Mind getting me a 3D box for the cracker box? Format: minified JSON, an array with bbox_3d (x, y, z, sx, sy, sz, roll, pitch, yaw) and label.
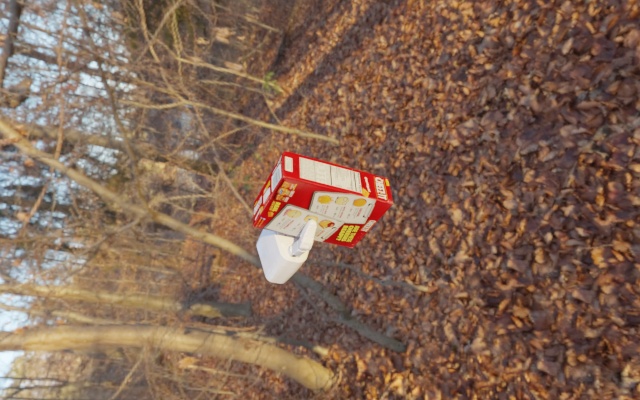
[{"bbox_3d":[0.000,0.003,0.892,0.214,0.072,0.164,13,-40,-21],"label":"cracker box"}]
